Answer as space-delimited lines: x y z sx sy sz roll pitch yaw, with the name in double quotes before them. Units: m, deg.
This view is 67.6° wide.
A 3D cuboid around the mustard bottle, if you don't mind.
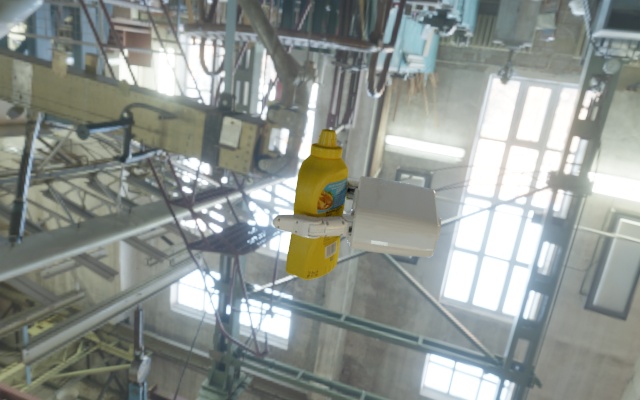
"mustard bottle" 0.000 0.002 0.632 0.058 0.192 0.096 16 19 27
